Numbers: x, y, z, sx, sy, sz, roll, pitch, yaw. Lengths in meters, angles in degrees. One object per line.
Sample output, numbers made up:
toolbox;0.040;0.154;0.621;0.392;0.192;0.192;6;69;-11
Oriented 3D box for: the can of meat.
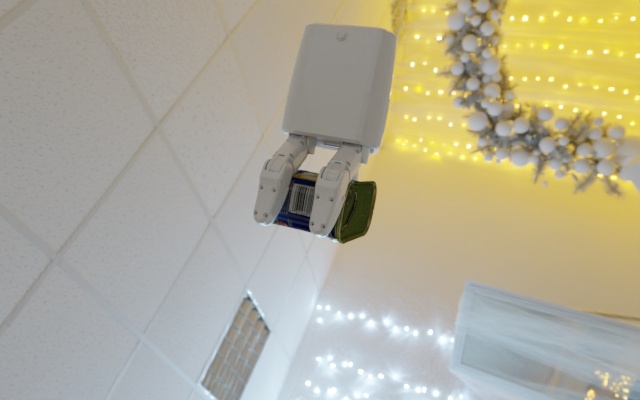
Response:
can of meat;0.000;0.002;0.470;0.084;0.057;0.102;13;7;20
